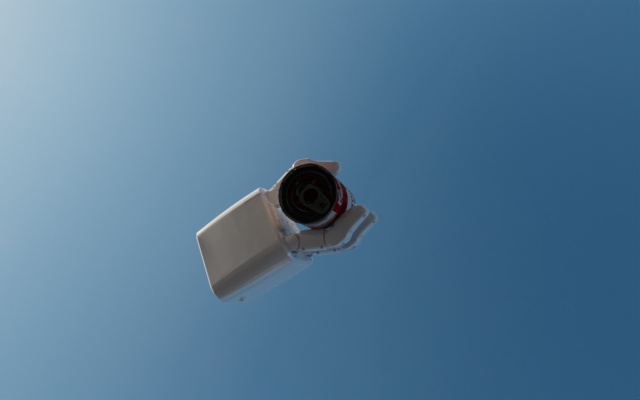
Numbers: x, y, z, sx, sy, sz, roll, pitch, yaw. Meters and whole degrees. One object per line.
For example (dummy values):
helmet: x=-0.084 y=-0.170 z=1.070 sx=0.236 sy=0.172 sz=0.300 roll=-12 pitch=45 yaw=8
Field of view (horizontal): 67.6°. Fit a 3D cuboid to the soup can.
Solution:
soup can: x=0.001 y=0.002 z=0.566 sx=0.068 sy=0.068 sz=0.102 roll=0 pitch=-11 yaw=17
